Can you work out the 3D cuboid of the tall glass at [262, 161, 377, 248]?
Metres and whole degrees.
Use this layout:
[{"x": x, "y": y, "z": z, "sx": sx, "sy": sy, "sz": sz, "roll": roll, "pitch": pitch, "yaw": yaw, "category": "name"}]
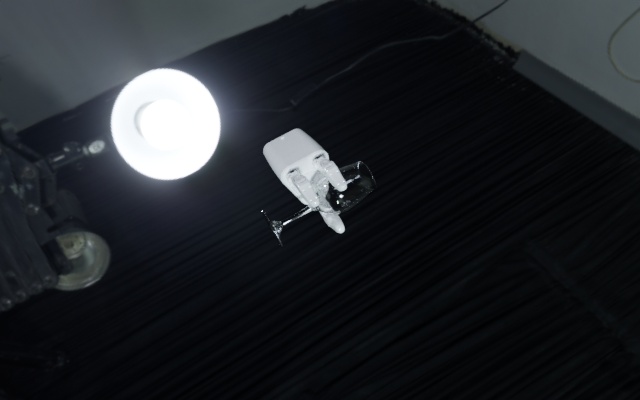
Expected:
[{"x": 0.000, "y": 0.003, "z": 0.854, "sx": 0.201, "sy": 0.079, "sz": 0.079, "roll": -29, "pitch": 5, "yaw": -10, "category": "tall glass"}]
